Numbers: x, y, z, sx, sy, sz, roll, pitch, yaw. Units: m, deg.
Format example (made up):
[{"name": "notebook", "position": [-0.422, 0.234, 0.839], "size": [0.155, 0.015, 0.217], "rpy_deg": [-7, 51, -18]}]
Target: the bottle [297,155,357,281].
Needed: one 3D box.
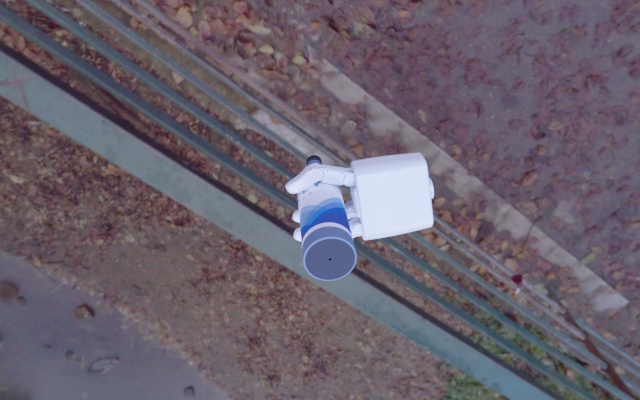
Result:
[{"name": "bottle", "position": [0.000, 0.002, 0.712], "size": [0.069, 0.069, 0.295], "rpy_deg": [0, 29, -5]}]
